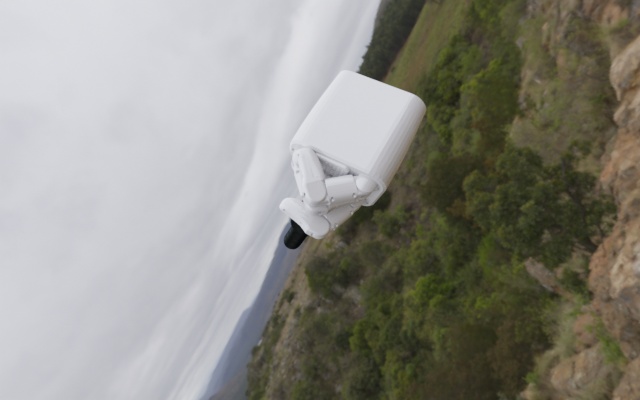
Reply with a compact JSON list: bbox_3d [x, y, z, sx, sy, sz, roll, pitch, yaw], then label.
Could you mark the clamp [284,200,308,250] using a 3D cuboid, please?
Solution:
[{"bbox_3d":[0.000,0.002,0.605,0.039,0.120,0.171,34,-16,0],"label":"clamp"}]
